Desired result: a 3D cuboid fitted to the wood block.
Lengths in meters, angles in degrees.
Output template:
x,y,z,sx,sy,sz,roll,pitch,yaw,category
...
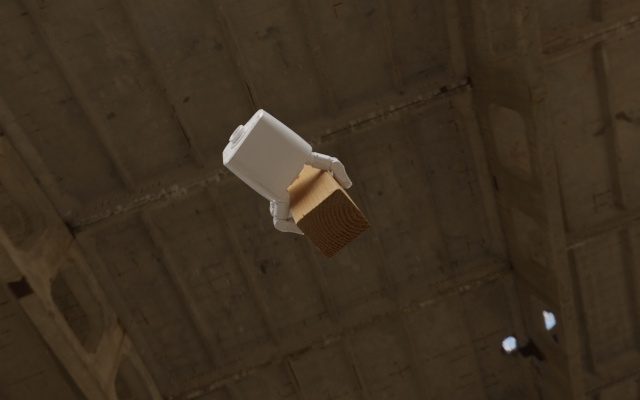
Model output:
x,y,z,sx,sy,sz,roll,pitch,yaw,category
0.000,0.002,0.840,0.091,0.090,0.206,-39,24,4,wood block
